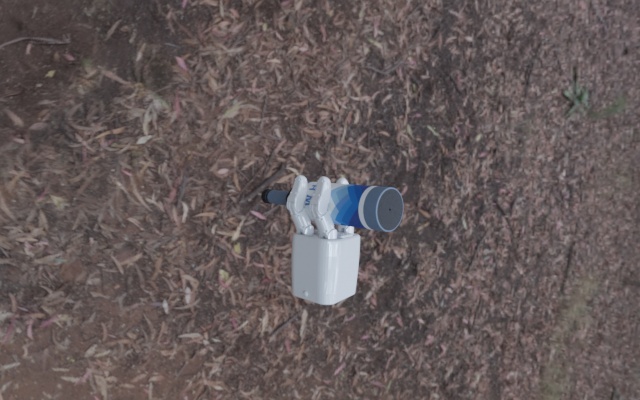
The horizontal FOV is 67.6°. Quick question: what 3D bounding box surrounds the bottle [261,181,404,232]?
[{"bbox_3d":[0.000,0.003,0.806,0.069,0.069,0.295,0,4,-44],"label":"bottle"}]
